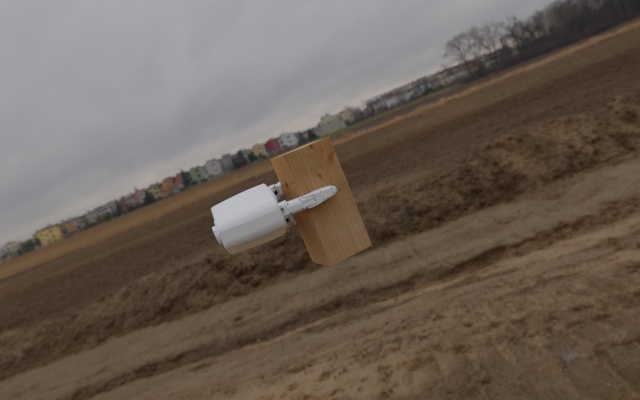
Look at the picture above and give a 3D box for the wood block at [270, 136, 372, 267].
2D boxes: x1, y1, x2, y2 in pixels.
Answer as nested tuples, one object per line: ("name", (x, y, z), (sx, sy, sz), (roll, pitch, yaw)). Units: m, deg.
("wood block", (0.000, 0.003, 0.851), (0.090, 0.206, 0.091), (-25, 8, -20))
